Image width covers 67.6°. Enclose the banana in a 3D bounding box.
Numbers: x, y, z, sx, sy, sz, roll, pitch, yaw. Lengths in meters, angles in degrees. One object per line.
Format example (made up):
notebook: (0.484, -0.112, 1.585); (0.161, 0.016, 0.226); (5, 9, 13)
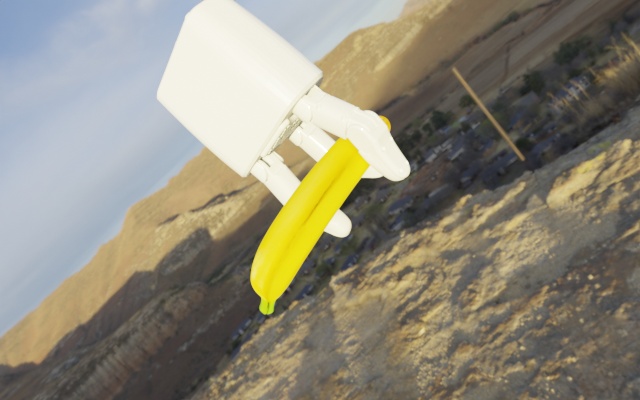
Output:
banana: (-0.002, 0.001, 0.382); (0.037, 0.198, 0.069); (34, -8, 5)
